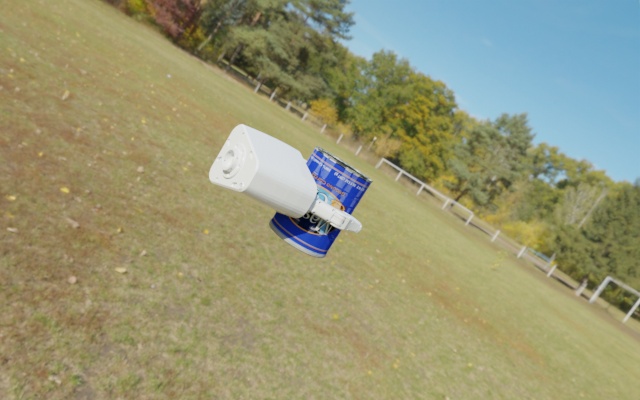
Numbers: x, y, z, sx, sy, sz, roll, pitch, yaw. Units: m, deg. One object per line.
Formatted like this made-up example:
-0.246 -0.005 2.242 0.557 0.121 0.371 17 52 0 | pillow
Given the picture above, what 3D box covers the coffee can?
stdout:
0.000 0.003 0.734 0.103 0.140 0.103 31 8 -5 | coffee can
